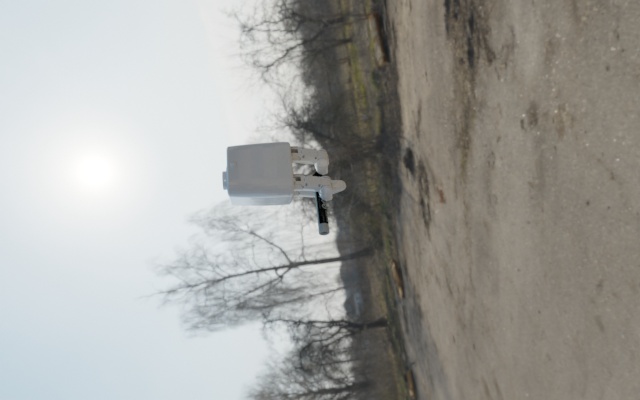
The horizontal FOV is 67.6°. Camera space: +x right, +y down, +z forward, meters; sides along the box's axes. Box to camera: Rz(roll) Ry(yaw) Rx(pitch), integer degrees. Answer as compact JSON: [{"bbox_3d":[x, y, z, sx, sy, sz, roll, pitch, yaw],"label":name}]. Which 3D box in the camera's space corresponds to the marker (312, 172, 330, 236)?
[{"bbox_3d":[0.000,0.003,0.836,0.020,0.121,0.020,-5,-28,-3],"label":"marker"}]
